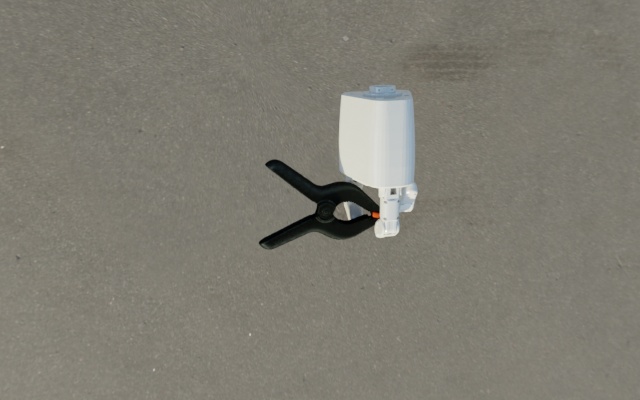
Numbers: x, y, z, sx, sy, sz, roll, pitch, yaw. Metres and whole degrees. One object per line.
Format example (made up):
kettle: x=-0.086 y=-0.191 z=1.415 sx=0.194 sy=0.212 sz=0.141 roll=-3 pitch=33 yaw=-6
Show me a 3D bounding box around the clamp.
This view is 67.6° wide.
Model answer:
clamp: x=0.000 y=0.002 z=0.634 sx=0.171 sy=0.120 sz=0.039 roll=-4 pitch=19 yaw=-7
